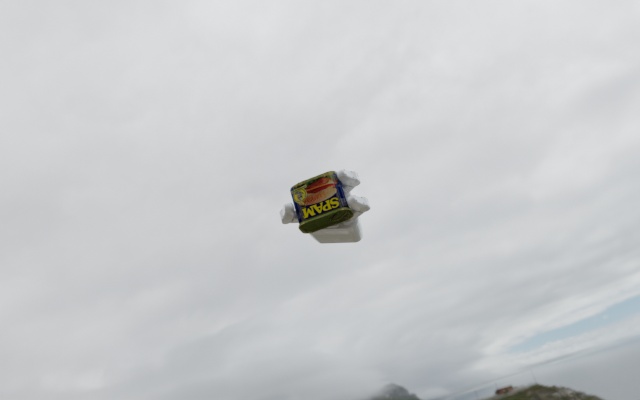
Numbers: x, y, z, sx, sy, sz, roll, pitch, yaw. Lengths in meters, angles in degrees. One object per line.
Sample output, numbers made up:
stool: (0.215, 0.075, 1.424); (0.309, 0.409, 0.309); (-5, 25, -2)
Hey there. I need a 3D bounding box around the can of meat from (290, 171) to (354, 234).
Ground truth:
can of meat: (0.000, 0.003, 0.885); (0.102, 0.084, 0.057); (-20, -24, 7)
